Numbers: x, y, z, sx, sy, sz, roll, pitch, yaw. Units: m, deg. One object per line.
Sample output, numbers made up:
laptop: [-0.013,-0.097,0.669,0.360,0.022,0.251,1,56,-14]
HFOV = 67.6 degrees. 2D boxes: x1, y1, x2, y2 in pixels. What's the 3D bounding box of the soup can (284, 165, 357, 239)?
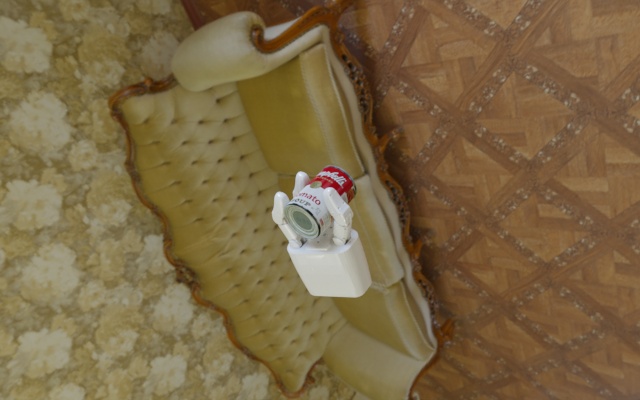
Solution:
soup can: [0.000,0.002,0.731,0.068,0.068,0.102,0,36,46]
